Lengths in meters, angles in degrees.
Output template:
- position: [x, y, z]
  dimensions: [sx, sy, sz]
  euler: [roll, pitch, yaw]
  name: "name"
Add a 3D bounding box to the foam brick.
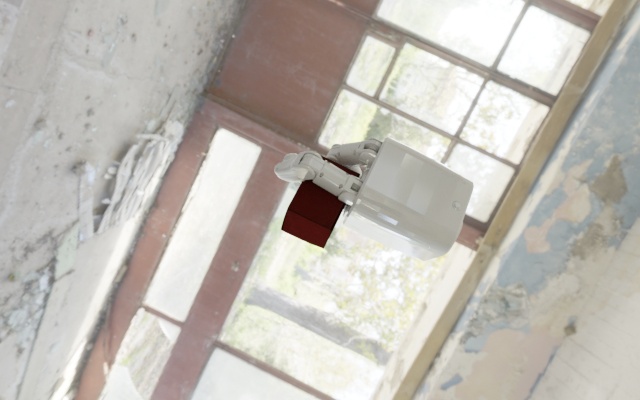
- position: [0.000, 0.002, 0.506]
  dimensions: [0.051, 0.078, 0.053]
  euler: [27, -28, 2]
  name: "foam brick"
